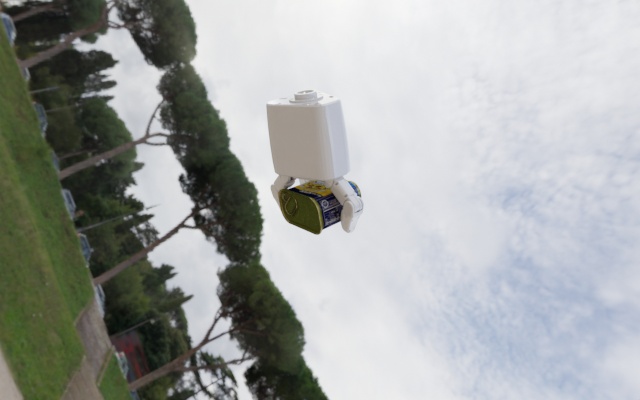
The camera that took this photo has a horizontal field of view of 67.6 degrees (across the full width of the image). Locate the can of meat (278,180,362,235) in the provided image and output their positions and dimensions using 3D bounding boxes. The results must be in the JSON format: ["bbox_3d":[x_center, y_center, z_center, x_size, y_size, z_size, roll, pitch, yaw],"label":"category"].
[{"bbox_3d":[0.000,0.002,0.718,0.084,0.057,0.102,-23,25,-32],"label":"can of meat"}]
